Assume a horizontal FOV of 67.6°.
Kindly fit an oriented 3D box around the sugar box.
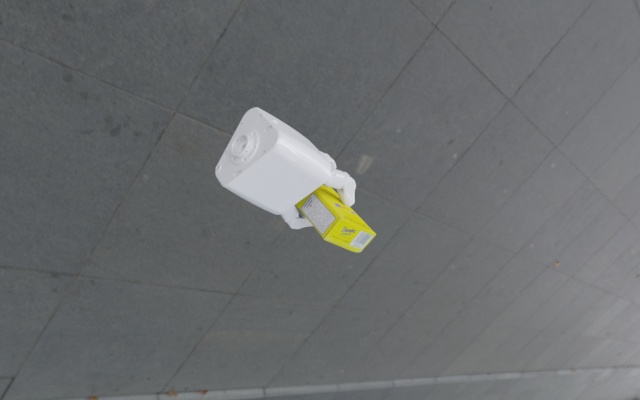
[{"bbox_3d":[0.000,0.002,0.733,0.093,0.048,0.176,26,19,-47],"label":"sugar box"}]
